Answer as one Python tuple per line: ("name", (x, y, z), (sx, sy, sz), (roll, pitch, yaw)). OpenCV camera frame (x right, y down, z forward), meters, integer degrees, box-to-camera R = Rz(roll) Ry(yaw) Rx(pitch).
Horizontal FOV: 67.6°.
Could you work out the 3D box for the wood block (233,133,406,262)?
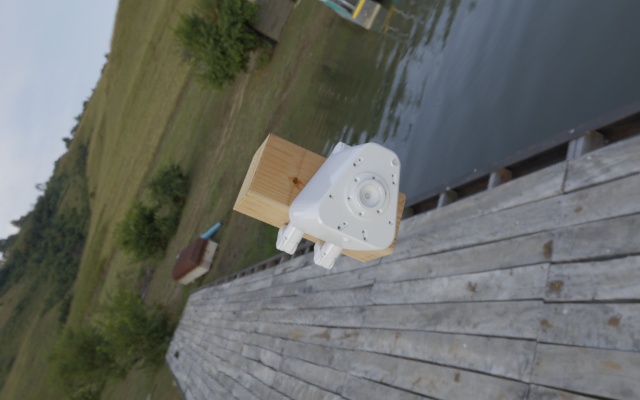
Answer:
("wood block", (0.000, 0.002, 0.654), (0.206, 0.090, 0.090), (24, -23, -15))
